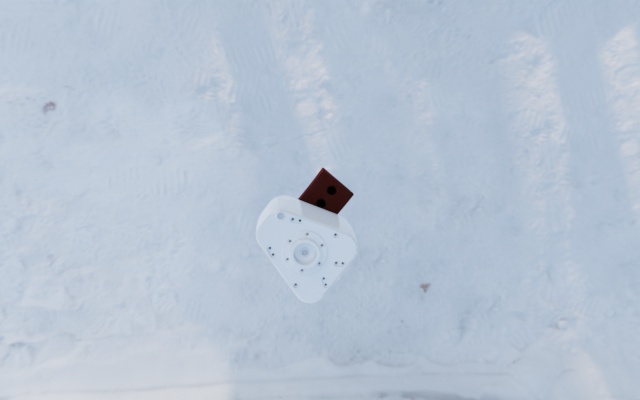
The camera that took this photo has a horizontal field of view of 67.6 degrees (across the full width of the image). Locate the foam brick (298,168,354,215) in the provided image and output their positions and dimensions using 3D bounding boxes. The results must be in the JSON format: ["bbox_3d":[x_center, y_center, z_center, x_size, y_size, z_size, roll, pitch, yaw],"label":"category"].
[{"bbox_3d":[0.000,0.002,0.644,0.053,0.078,0.051,38,3,-6],"label":"foam brick"}]
